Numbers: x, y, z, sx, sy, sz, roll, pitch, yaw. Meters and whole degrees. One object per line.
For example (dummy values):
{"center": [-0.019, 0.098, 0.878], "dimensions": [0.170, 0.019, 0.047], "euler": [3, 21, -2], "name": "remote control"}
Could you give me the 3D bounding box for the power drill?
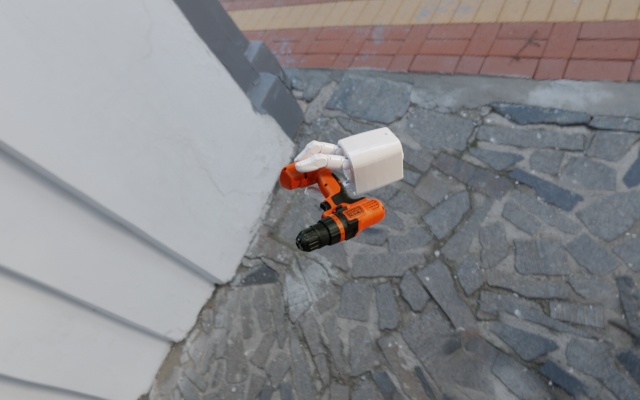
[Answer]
{"center": [0.000, 0.003, 0.897], "dimensions": [0.184, 0.057, 0.187], "euler": [-21, 54, -27], "name": "power drill"}
